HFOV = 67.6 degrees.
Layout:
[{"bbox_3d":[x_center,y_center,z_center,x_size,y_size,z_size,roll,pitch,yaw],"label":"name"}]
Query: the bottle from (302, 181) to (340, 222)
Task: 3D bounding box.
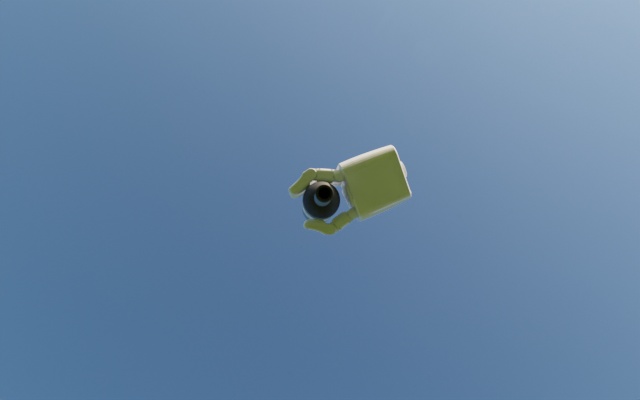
[{"bbox_3d":[0.000,0.003,0.876,0.069,0.069,0.296,0,-6,-2],"label":"bottle"}]
